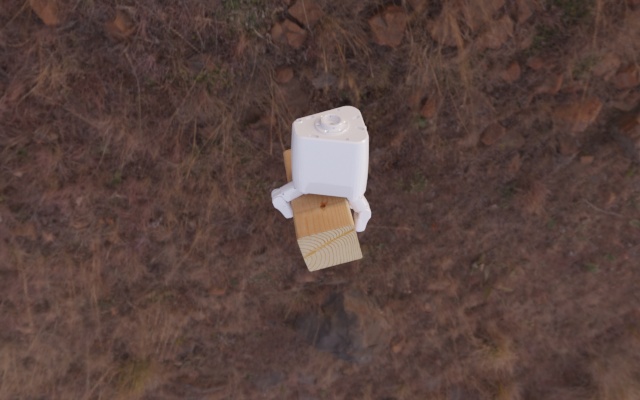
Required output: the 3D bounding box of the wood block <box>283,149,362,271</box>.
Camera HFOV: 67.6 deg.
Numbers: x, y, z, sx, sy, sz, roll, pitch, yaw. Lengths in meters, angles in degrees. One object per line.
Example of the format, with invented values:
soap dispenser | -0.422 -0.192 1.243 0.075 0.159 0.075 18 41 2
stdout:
wood block | 0.000 0.003 0.807 0.091 0.206 0.090 -15 -44 3
